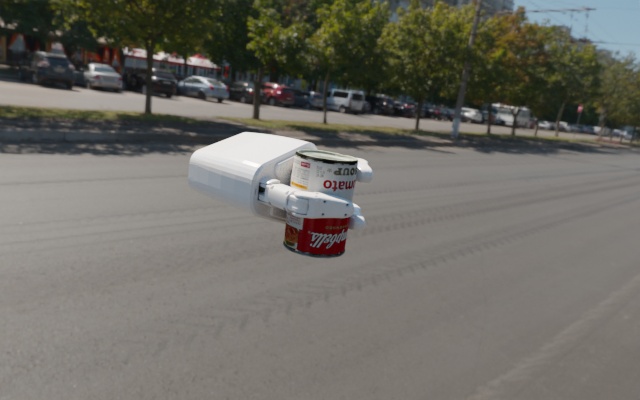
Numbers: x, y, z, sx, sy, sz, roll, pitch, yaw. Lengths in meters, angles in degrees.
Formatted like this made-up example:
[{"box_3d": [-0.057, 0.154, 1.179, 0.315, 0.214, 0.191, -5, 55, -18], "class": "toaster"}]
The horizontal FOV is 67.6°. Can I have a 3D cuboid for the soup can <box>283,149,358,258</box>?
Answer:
[{"box_3d": [0.000, 0.002, 0.506, 0.068, 0.102, 0.068, 8, 13, -2], "class": "soup can"}]
